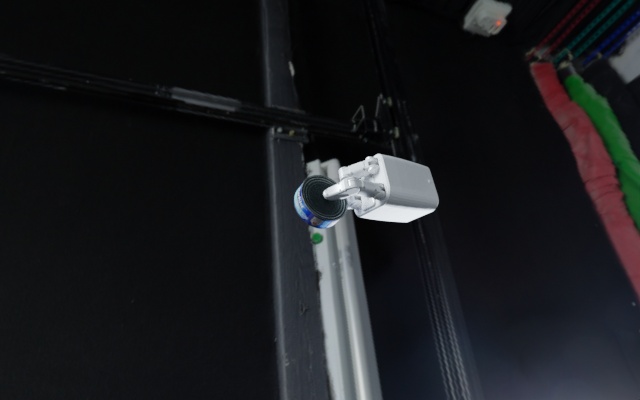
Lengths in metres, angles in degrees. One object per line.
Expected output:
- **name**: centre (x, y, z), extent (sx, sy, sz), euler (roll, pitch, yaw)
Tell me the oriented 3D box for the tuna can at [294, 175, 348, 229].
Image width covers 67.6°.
- **tuna can**: centre (0.000, 0.003, 0.783), extent (0.086, 0.086, 0.034), euler (0, -30, -33)
